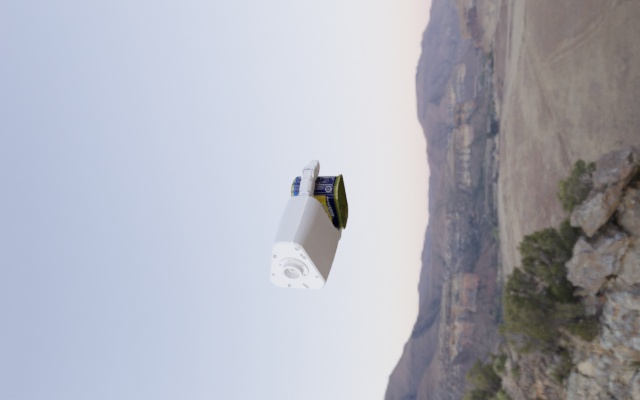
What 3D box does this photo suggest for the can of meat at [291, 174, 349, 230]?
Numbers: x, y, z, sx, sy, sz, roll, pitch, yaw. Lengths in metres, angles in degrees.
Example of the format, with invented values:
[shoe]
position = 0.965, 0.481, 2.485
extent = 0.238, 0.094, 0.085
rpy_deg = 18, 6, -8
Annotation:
[can of meat]
position = 0.000, 0.003, 0.845
extent = 0.084, 0.102, 0.057
rpy_deg = 0, 44, 15
